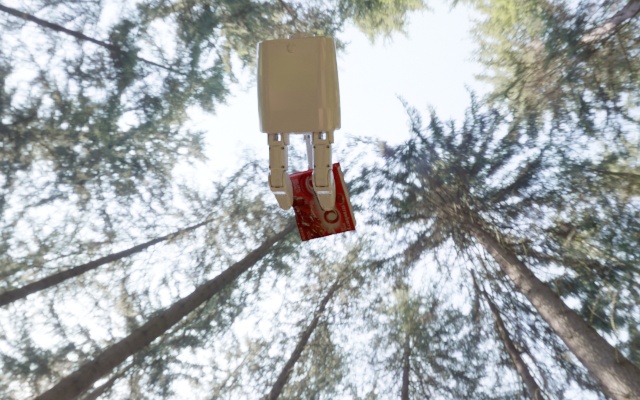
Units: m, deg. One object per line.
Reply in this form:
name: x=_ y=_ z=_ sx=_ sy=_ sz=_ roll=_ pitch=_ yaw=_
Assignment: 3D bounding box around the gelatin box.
gelatin box: x=0.000 y=0.002 z=0.615 sx=0.073 sy=0.089 sz=0.030 roll=-14 pitch=12 yaw=13
